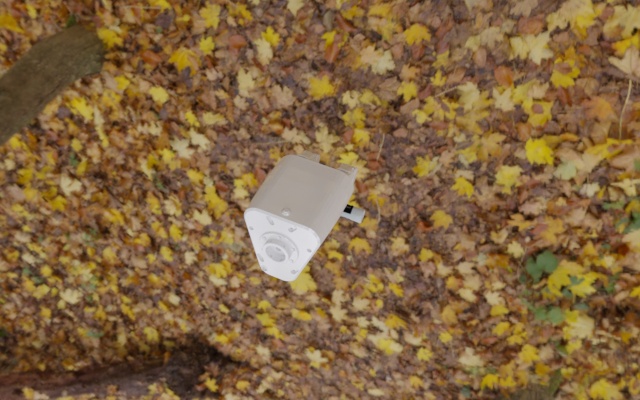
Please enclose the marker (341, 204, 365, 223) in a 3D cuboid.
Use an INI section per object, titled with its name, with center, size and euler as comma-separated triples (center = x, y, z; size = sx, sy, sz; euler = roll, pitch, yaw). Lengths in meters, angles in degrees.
[marker]
center = 0.000, 0.002, 0.643
size = 0.121, 0.020, 0.020
euler = 19, 4, 11
